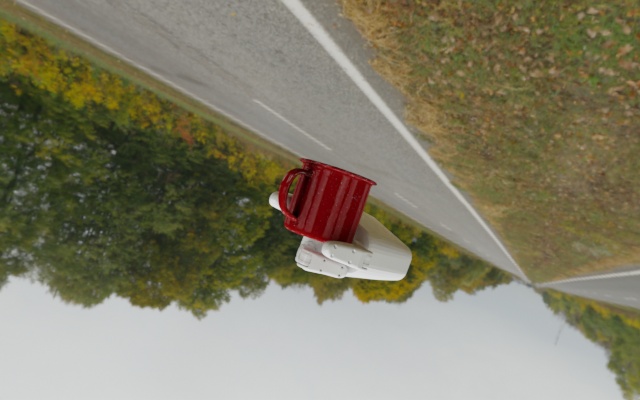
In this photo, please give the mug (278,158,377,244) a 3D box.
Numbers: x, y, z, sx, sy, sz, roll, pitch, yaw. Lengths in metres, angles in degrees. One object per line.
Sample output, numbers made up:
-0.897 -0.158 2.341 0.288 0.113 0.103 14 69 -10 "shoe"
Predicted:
-0.001 0.002 0.538 0.093 0.081 0.117 19 0 44 "mug"
